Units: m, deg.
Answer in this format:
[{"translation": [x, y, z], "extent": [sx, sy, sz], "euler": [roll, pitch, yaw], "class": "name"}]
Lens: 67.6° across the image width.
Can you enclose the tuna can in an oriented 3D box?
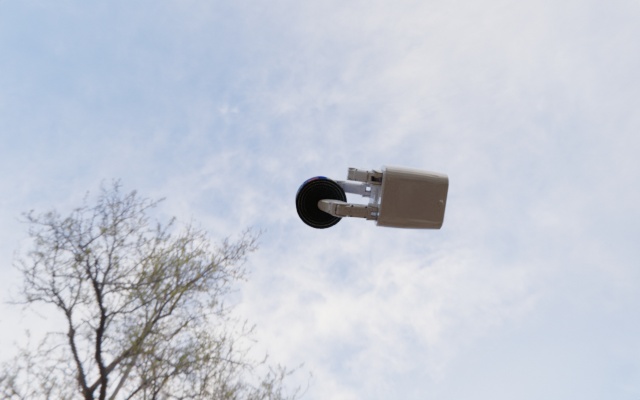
[{"translation": [0.000, 0.002, 0.797], "extent": [0.086, 0.086, 0.033], "euler": [0, 12, -6], "class": "tuna can"}]
